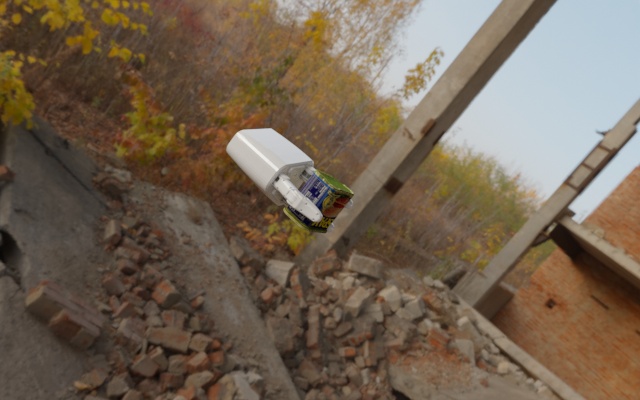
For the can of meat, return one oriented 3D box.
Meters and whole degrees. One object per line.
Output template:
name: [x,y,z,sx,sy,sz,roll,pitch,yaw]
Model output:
can of meat: [0.000,0.002,0.780,0.057,0.084,0.102,42,11,22]
